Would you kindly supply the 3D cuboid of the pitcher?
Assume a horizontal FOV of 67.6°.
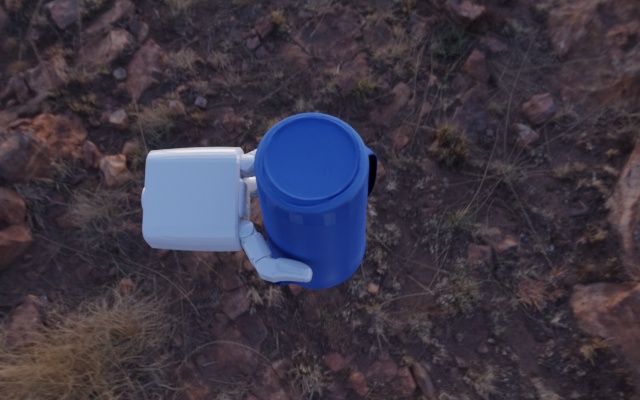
[{"bbox_3d":[0.000,0.002,0.549,0.145,0.149,0.243,0,-24,0],"label":"pitcher"}]
